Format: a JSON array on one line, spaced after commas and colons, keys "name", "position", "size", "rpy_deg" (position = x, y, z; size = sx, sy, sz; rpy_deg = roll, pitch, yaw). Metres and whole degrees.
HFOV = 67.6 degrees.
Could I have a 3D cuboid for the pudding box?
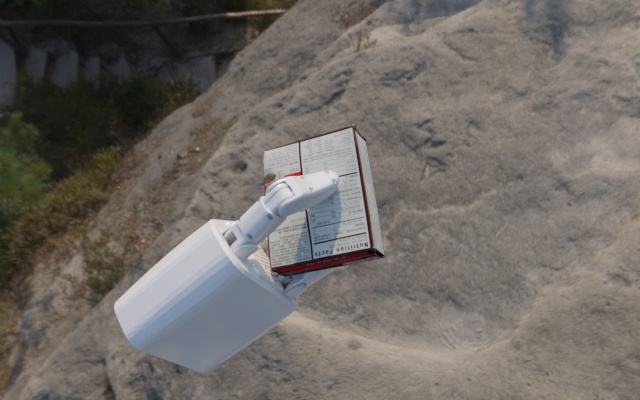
[{"name": "pudding box", "position": [0.000, 0.001, 0.405], "size": [0.090, 0.113, 0.039], "rpy_deg": [-13, -19, 17]}]
